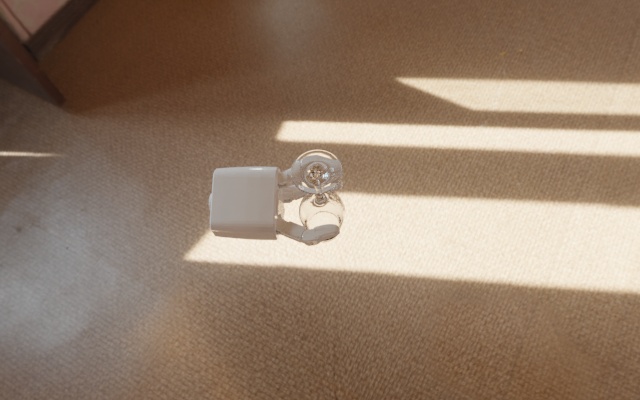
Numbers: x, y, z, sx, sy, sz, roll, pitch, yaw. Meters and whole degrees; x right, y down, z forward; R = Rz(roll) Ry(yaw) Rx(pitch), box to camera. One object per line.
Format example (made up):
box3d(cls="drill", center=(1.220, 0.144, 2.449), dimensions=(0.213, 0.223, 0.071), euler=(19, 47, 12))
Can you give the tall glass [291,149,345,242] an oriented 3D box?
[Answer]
box3d(cls="tall glass", center=(0.000, 0.002, 0.768), dimensions=(0.079, 0.079, 0.201), euler=(0, -27, 4))
